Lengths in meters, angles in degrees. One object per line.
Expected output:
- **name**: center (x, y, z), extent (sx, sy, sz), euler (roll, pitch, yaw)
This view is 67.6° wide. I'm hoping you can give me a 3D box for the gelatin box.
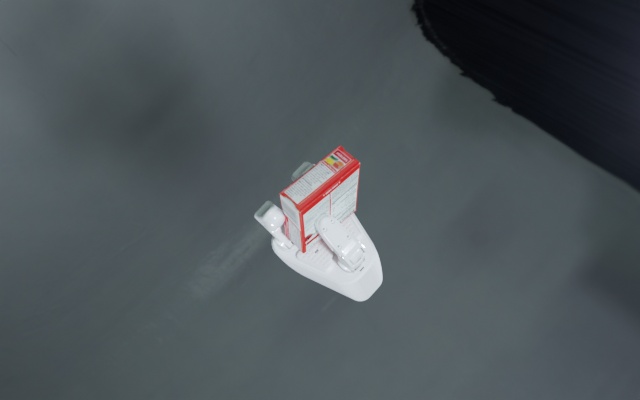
- **gelatin box**: center (0.000, 0.002, 0.445), extent (0.073, 0.030, 0.089), euler (-39, -23, -20)
